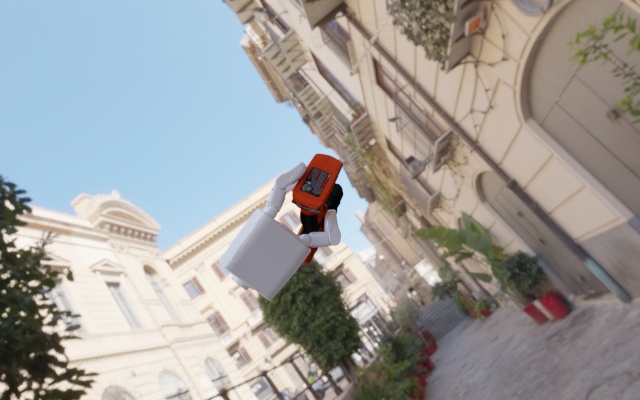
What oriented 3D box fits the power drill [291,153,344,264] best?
[{"bbox_3d":[0.000,0.003,0.853,0.057,0.184,0.188,19,-32,12],"label":"power drill"}]
